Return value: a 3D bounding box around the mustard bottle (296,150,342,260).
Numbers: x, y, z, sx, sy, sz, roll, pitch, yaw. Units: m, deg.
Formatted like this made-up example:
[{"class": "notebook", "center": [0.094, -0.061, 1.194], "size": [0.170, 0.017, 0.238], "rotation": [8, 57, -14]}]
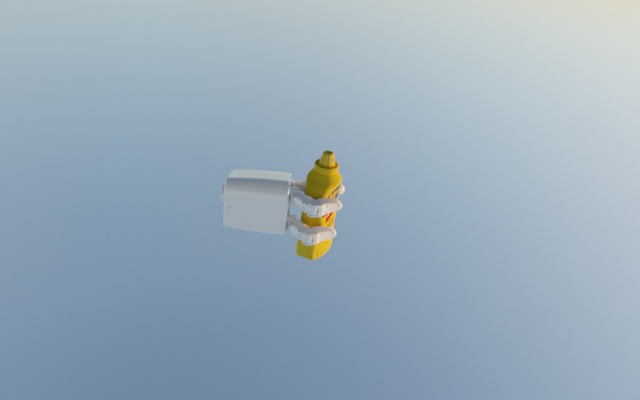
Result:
[{"class": "mustard bottle", "center": [0.000, 0.003, 0.830], "size": [0.058, 0.192, 0.096], "rotation": [19, 32, 17]}]
